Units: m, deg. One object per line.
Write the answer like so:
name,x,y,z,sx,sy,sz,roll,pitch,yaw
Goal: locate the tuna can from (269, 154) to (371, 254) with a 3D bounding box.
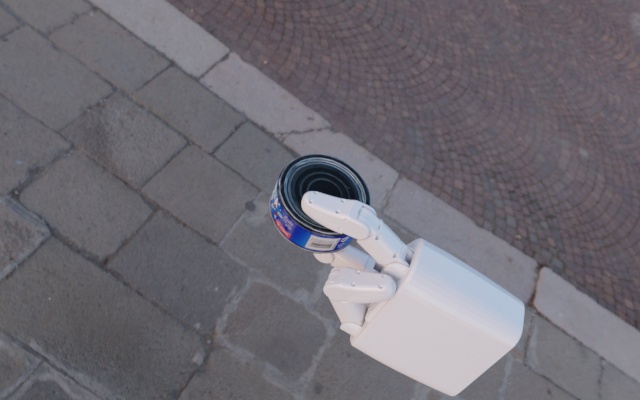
tuna can,0.000,0.001,0.419,0.086,0.086,0.034,0,-32,-20
